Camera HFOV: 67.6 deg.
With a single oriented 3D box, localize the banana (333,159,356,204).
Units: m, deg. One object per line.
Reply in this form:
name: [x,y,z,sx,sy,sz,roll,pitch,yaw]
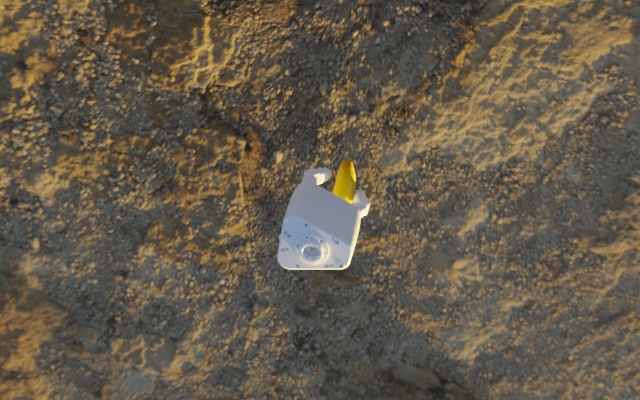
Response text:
banana: [0.013,0.016,0.846,0.069,0.198,0.037,37,29,-7]
